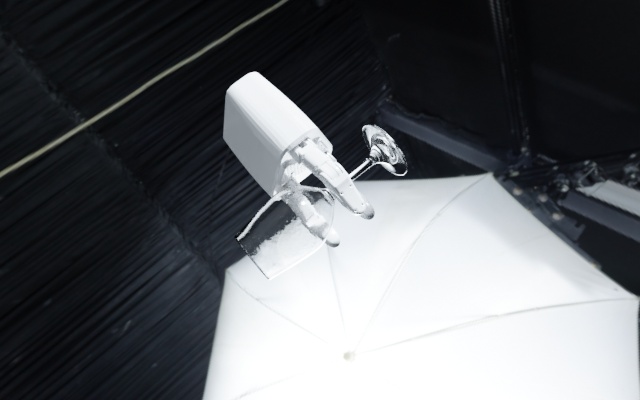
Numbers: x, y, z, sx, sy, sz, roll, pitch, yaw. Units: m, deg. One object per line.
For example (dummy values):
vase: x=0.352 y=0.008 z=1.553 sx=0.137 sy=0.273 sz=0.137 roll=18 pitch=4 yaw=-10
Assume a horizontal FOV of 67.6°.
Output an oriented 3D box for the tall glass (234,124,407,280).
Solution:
tall glass: x=0.001 y=0.001 z=0.540 sx=0.201 sy=0.079 sz=0.079 roll=-40 pitch=10 yaw=-12
